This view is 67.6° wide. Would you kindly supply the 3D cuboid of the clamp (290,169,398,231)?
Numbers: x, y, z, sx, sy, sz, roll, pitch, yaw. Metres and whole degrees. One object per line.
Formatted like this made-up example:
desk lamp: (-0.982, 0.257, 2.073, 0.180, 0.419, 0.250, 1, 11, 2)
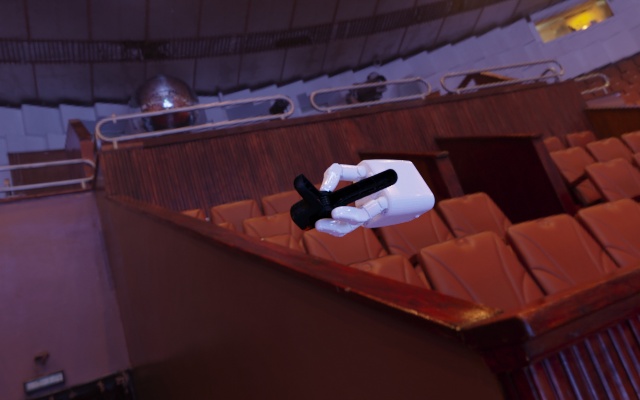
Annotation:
clamp: (0.000, 0.002, 0.752, 0.164, 0.036, 0.210, -1, -22, -31)
